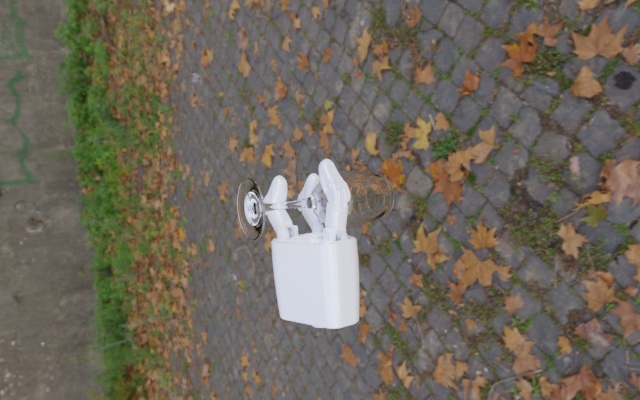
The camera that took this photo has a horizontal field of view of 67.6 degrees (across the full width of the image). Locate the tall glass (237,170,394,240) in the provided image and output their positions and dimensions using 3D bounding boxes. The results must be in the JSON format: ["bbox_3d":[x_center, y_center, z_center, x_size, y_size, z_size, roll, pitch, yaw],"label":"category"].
[{"bbox_3d":[0.000,0.002,0.616,0.201,0.079,0.079,-6,3,-33],"label":"tall glass"}]
